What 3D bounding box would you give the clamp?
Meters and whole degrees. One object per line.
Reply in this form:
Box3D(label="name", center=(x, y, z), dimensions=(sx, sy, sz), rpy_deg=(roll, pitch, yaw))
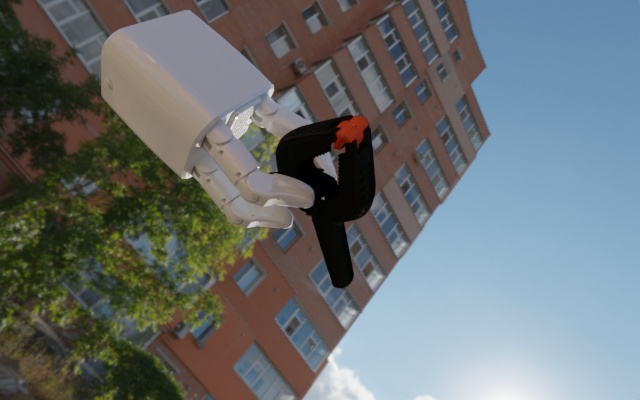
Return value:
Box3D(label="clamp", center=(0.001, 0.001, 0.431), dimensions=(0.036, 0.164, 0.210), rpy_deg=(-48, 2, -33))
